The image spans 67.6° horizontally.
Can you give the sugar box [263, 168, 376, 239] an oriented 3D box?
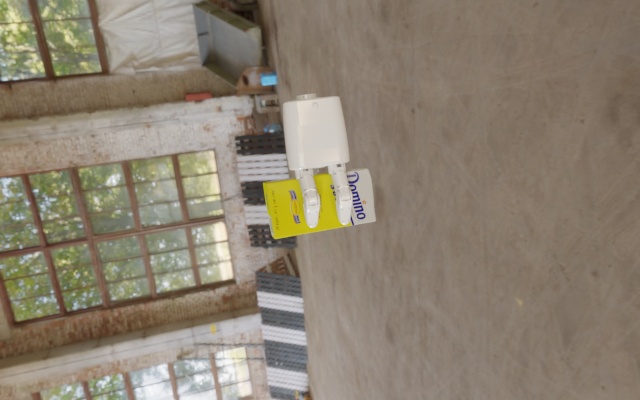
[{"bbox_3d":[0.000,0.003,0.788,0.176,0.093,0.048,-10,7,-13],"label":"sugar box"}]
